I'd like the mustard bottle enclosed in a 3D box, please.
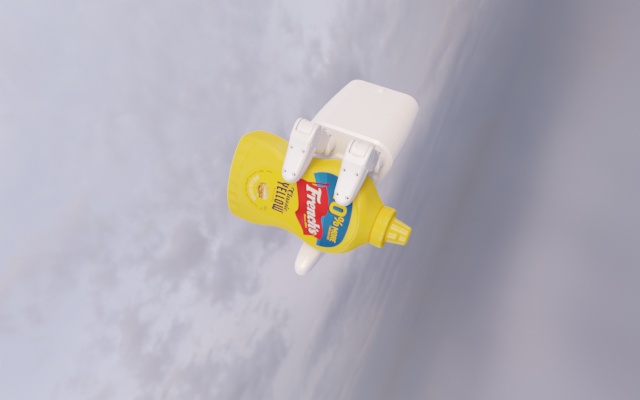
[{"bbox_3d":[0.000,0.002,0.489,0.191,0.096,0.058,21,23,15],"label":"mustard bottle"}]
